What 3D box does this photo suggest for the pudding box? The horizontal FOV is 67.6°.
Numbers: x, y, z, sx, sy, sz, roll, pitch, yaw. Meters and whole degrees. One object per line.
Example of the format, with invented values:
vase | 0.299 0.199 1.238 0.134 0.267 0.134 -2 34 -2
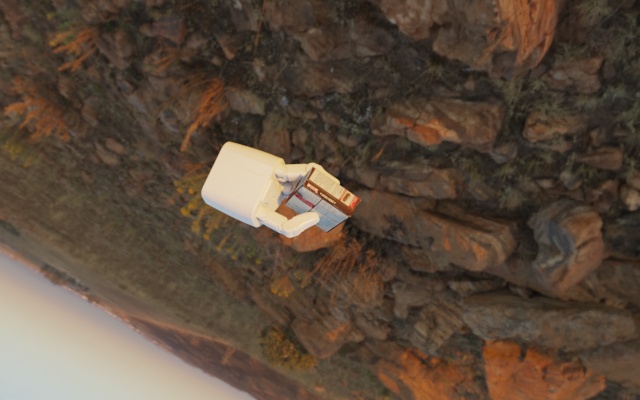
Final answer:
pudding box | 0.000 0.003 0.755 0.090 0.039 0.113 33 -22 -7
